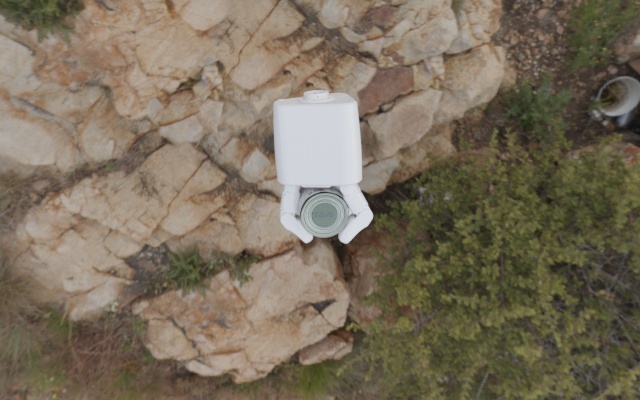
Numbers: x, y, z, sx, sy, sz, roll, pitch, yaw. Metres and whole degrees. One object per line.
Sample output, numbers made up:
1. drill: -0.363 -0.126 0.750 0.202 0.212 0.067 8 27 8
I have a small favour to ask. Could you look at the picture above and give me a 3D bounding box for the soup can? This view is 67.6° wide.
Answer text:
1. soup can: 0.000 0.003 0.680 0.068 0.068 0.102 0 21 -7
